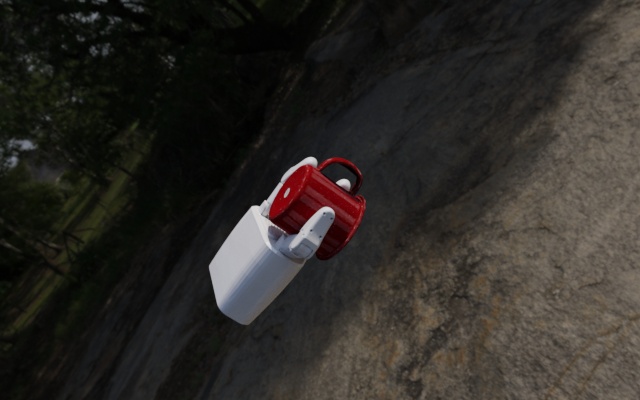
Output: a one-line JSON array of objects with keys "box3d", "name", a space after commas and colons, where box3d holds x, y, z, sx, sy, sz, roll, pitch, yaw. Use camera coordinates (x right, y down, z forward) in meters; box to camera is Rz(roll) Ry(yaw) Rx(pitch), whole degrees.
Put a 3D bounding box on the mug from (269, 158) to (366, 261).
[{"box3d": [0.001, 0.001, 0.563, 0.081, 0.117, 0.093, 35, 11, -18], "name": "mug"}]
